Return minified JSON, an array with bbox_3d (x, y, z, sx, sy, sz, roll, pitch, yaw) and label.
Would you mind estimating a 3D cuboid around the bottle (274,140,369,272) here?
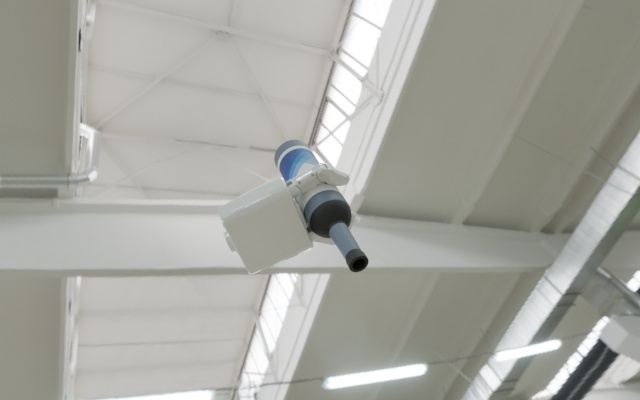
[{"bbox_3d":[0.000,0.002,0.724,0.069,0.069,0.295,0,33,-24],"label":"bottle"}]
